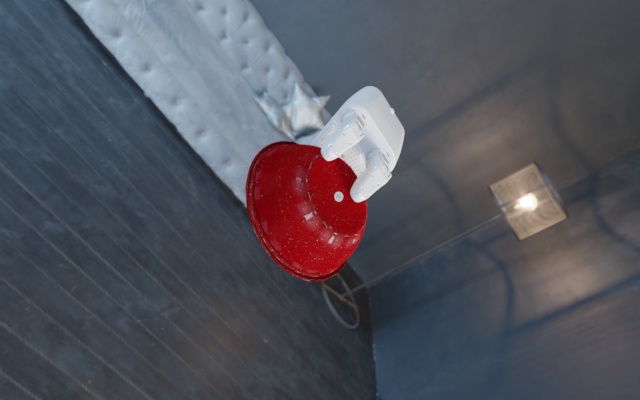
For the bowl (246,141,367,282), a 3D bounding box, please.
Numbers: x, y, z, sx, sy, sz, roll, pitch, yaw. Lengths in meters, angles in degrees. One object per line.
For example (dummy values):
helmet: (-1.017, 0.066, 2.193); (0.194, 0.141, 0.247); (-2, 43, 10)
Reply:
bowl: (0.000, 0.002, 0.511); (0.055, 0.162, 0.162); (-23, -16, 40)
